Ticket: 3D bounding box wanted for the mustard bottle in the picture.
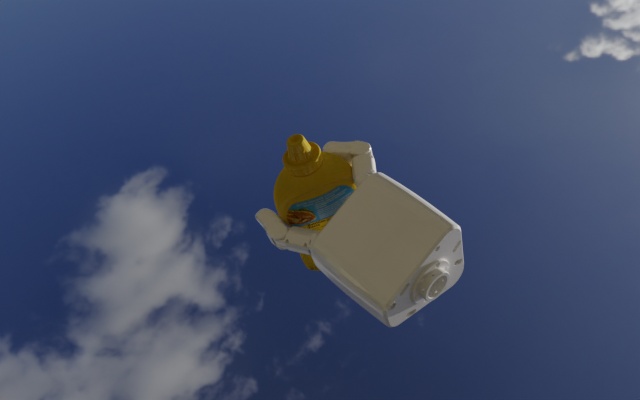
[{"bbox_3d":[0.000,0.002,0.540,0.096,0.058,0.192,-21,-44,2],"label":"mustard bottle"}]
